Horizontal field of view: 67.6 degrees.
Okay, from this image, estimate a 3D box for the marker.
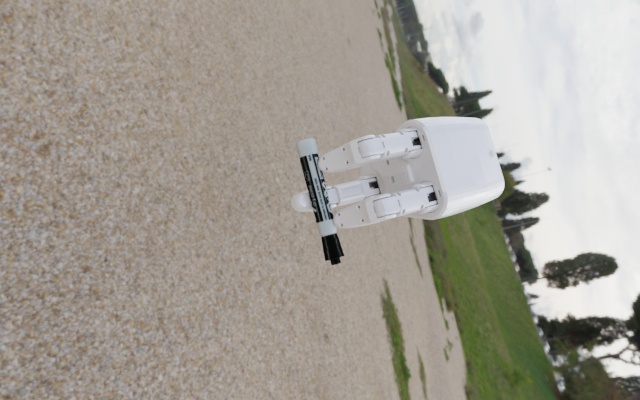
[{"bbox_3d":[0.000,0.001,0.453,0.020,0.121,0.020,-14,-4,-1],"label":"marker"}]
